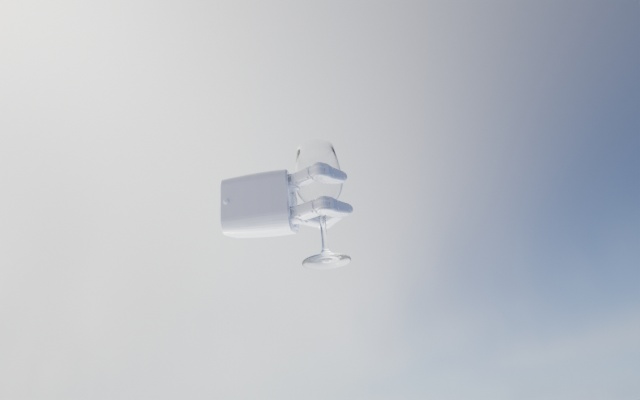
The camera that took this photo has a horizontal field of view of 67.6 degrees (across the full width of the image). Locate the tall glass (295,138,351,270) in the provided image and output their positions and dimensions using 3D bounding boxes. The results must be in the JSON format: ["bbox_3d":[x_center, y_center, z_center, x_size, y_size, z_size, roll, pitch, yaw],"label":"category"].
[{"bbox_3d":[0.000,0.003,0.755,0.079,0.201,0.079,-4,-25,-2],"label":"tall glass"}]
